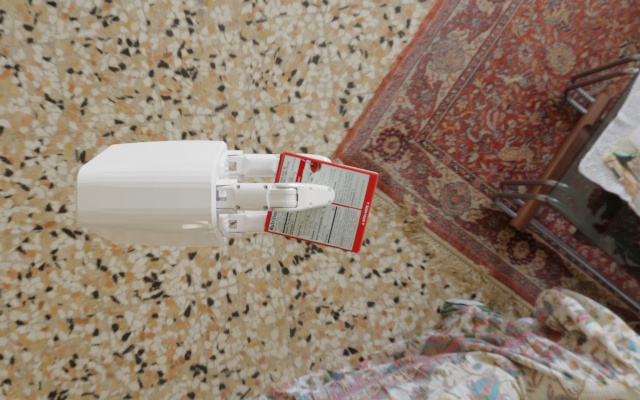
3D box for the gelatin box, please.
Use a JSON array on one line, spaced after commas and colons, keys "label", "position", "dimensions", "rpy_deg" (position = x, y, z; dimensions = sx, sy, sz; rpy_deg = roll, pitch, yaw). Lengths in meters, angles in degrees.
[{"label": "gelatin box", "position": [0.000, 0.001, 0.428], "dimensions": [0.089, 0.073, 0.030], "rpy_deg": [13, 2, -2]}]
